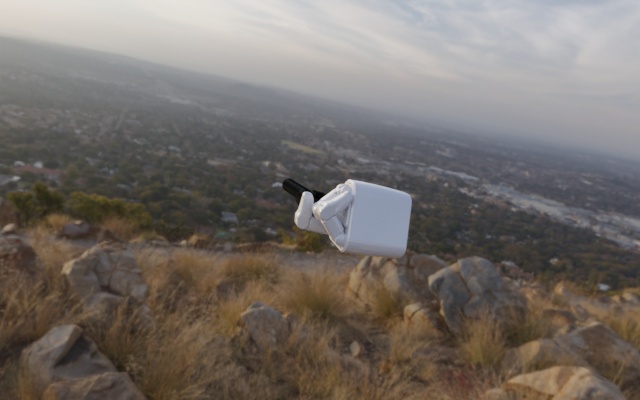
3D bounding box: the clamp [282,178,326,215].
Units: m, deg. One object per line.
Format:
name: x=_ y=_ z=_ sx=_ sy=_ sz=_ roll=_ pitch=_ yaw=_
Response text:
clamp: x=0.000 y=0.002 z=0.863 sx=0.120 sy=0.039 sz=0.171 roll=13 pitch=13 yaw=-18
